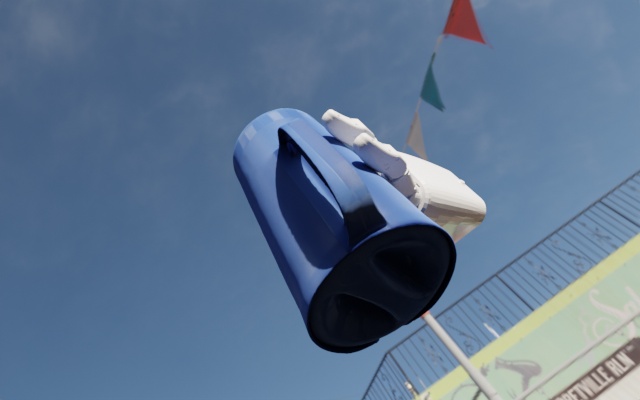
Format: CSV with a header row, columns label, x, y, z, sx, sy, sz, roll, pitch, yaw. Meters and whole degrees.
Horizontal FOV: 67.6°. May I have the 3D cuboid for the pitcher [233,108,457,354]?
label,x,y,z,sx,sy,sz,roll,pitch,yaw
pitcher,0.000,0.002,0.443,0.145,0.149,0.242,11,28,-36
